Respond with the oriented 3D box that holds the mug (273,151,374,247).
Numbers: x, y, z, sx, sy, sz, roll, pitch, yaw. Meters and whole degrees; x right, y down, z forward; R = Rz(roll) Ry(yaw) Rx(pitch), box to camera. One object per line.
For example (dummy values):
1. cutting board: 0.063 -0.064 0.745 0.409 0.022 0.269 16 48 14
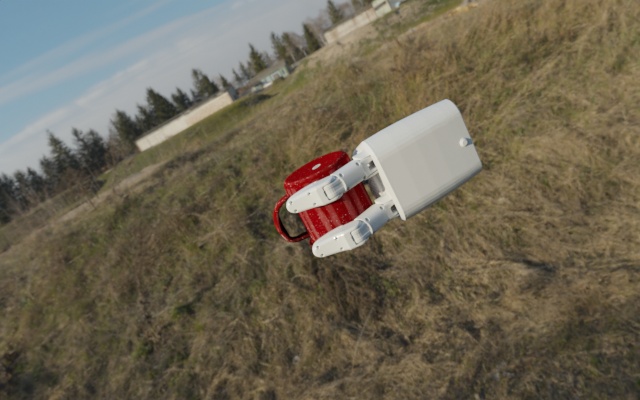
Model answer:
1. mug: -0.001 0.002 0.546 0.117 0.081 0.093 -30 15 -6
